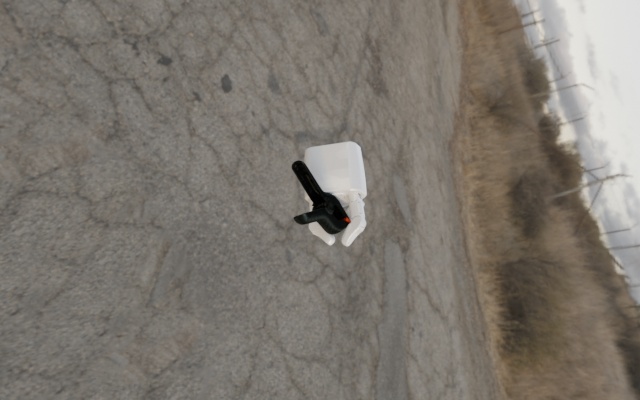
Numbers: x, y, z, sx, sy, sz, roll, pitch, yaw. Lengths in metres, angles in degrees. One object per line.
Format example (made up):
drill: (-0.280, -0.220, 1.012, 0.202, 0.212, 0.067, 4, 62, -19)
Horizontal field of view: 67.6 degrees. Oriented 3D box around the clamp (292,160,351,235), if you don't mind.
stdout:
clamp: (0.001, 0.003, 0.852, 0.039, 0.120, 0.171, -14, -23, 26)
